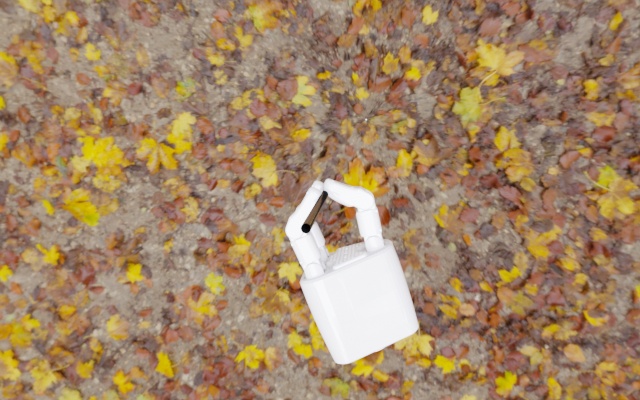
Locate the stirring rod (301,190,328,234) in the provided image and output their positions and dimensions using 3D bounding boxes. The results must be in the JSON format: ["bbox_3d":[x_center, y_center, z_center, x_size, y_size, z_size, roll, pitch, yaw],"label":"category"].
[{"bbox_3d":[0.000,0.002,0.484,0.011,0.011,0.239,0,10,5],"label":"stirring rod"}]
